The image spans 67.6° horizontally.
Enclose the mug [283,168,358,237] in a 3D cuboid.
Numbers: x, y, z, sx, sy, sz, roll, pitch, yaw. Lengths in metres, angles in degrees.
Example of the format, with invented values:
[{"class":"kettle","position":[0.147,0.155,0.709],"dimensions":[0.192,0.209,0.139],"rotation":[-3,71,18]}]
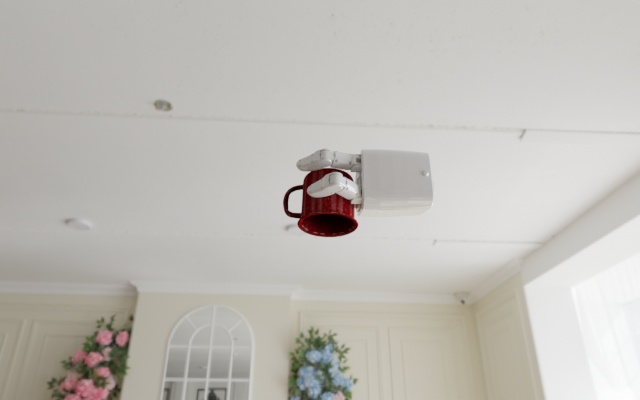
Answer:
[{"class":"mug","position":[-0.001,0.002,0.745],"dimensions":[0.117,0.081,0.093],"rotation":[0,-27,2]}]
